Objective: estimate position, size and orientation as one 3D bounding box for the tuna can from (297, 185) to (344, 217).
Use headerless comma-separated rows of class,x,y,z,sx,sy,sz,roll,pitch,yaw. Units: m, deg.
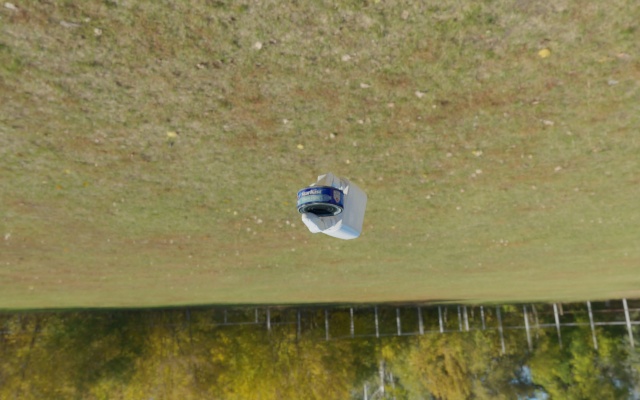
tuna can,0.000,0.003,0.867,0.086,0.033,0.086,0,-18,0
